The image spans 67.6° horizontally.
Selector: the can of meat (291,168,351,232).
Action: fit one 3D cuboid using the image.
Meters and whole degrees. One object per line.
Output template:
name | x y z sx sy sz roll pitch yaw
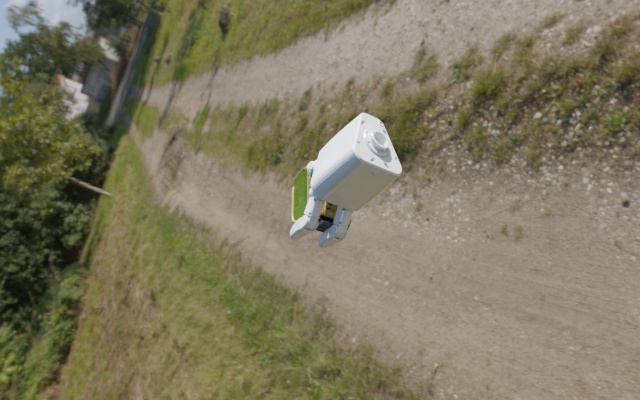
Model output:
can of meat | 0.000 0.002 0.800 0.084 0.102 0.057 19 -36 -30
